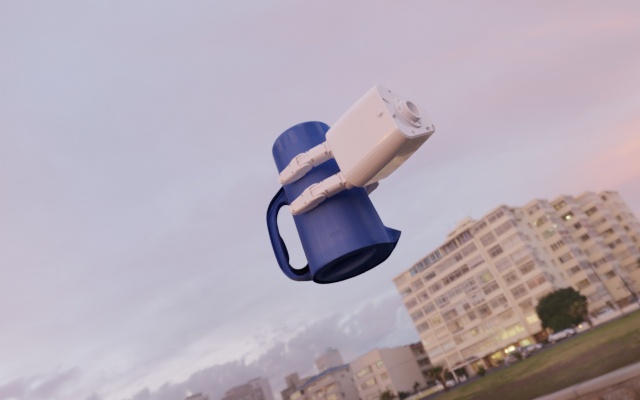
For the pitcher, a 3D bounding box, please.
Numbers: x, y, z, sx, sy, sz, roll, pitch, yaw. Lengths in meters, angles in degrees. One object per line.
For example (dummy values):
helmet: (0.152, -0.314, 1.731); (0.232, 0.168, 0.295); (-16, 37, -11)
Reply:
pitcher: (0.000, 0.002, 0.746); (0.149, 0.242, 0.145); (1, -34, -42)
